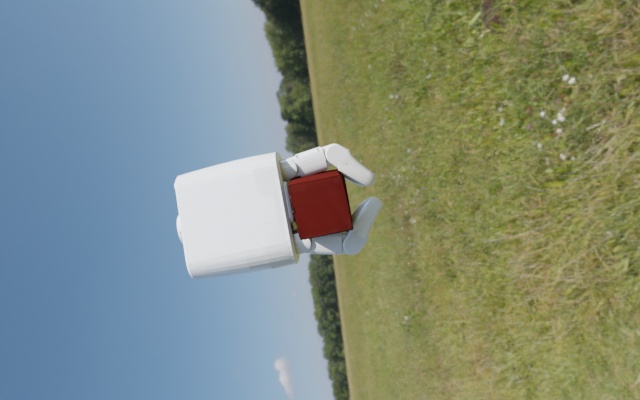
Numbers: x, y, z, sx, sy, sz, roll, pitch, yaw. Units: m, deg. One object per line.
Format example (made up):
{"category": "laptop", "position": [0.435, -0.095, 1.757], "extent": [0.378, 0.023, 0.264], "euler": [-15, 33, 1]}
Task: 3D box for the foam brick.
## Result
{"category": "foam brick", "position": [0.000, 0.001, 0.462], "extent": [0.051, 0.053, 0.078], "euler": [-11, 7, 0]}
